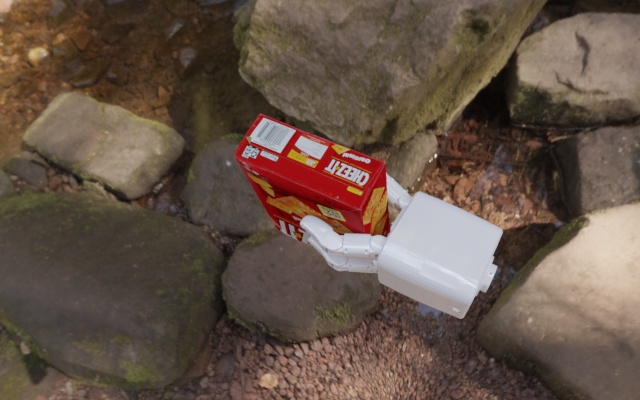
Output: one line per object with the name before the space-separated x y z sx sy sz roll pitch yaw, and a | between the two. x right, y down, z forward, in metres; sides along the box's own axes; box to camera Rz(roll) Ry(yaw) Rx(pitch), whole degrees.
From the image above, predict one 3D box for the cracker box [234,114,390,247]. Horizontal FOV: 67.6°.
cracker box | 0.000 0.002 0.605 0.164 0.072 0.214 24 -21 19
